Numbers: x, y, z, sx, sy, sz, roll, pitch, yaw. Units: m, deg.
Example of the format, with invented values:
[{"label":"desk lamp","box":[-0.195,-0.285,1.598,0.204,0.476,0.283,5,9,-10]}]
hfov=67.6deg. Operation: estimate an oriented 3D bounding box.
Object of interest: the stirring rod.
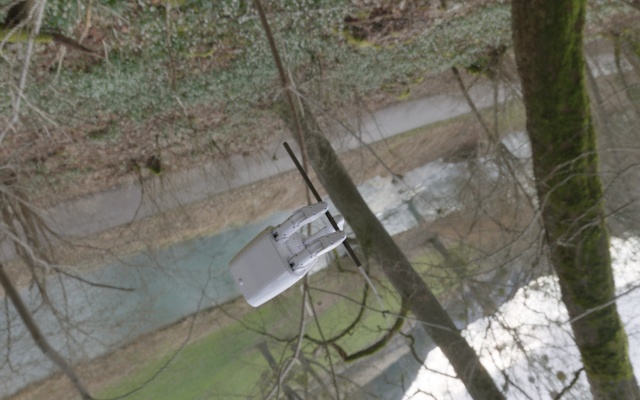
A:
[{"label":"stirring rod","box":[0.000,0.002,0.770,0.011,0.239,0.011,-29,-16,-9]}]
